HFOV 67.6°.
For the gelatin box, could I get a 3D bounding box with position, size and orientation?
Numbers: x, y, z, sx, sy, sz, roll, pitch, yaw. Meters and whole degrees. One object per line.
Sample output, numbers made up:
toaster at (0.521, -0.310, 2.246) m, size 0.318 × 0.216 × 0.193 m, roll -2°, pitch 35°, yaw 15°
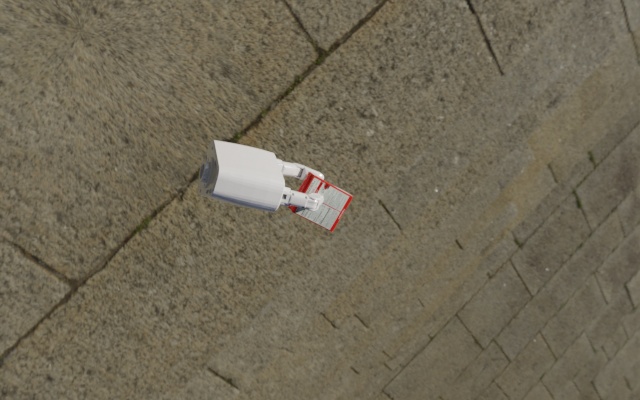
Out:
gelatin box at (0.001, 0.003, 0.824) m, size 0.089 × 0.073 × 0.030 m, roll 28°, pitch 5°, yaw -26°
